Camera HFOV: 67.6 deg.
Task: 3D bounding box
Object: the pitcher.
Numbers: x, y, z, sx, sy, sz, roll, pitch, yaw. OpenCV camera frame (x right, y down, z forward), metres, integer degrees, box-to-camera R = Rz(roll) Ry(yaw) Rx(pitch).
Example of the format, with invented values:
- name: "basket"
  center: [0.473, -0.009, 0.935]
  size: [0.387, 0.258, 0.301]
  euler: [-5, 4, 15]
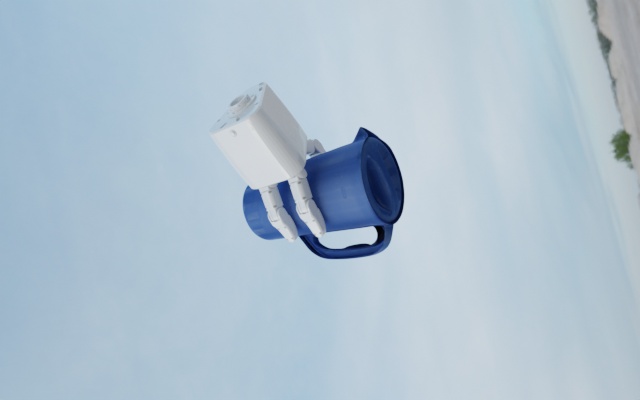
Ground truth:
- name: "pitcher"
  center: [0.000, 0.002, 0.746]
  size: [0.243, 0.149, 0.145]
  euler: [-14, -51, 33]
